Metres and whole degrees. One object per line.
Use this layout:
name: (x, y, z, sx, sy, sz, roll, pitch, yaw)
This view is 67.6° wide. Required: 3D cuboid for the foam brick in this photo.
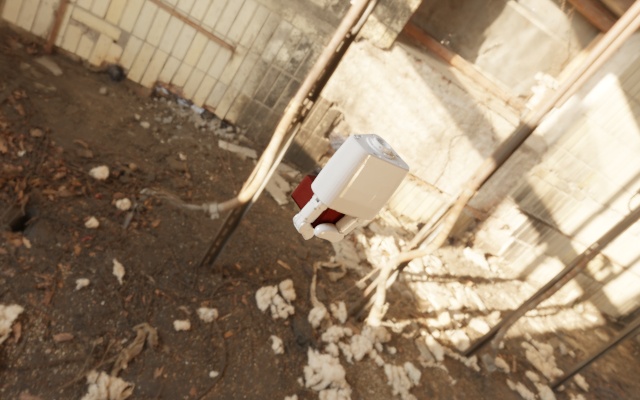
foam brick: (0.000, 0.002, 0.780, 0.053, 0.051, 0.078, 5, 40, -47)
